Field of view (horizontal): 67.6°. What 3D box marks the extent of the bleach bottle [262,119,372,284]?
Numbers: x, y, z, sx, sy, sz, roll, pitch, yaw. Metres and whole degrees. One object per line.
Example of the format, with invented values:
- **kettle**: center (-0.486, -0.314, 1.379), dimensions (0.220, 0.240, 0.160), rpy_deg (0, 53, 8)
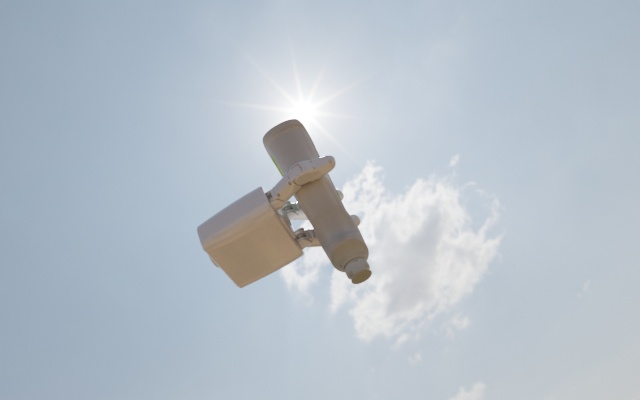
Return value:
- **bleach bottle**: center (0.000, 0.002, 0.650), dimensions (0.068, 0.250, 0.103), rpy_deg (-30, -38, 1)
